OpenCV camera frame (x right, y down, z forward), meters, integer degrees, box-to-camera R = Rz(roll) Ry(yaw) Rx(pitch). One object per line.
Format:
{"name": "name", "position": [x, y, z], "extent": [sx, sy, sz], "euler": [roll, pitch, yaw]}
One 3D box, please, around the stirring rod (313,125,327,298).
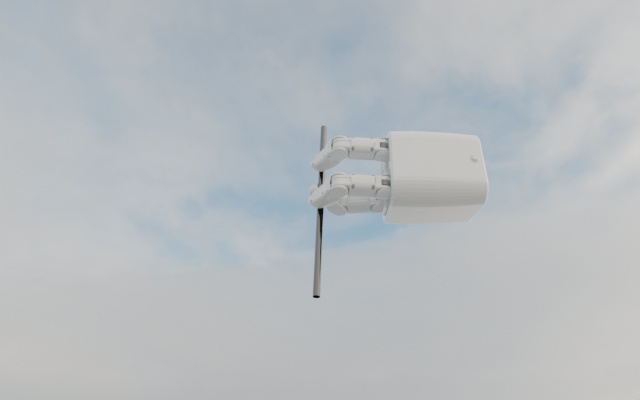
{"name": "stirring rod", "position": [0.000, 0.002, 0.568], "extent": [0.011, 0.239, 0.011], "euler": [2, -34, 1]}
